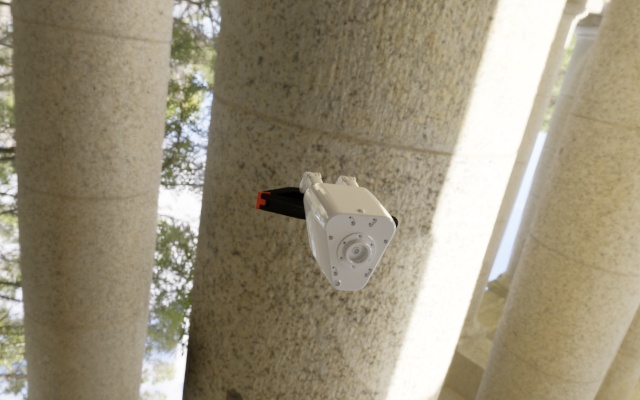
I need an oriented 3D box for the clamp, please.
[{"bbox_3d":[0.000,0.003,0.765,0.210,0.036,0.164,5,18,-16],"label":"clamp"}]
